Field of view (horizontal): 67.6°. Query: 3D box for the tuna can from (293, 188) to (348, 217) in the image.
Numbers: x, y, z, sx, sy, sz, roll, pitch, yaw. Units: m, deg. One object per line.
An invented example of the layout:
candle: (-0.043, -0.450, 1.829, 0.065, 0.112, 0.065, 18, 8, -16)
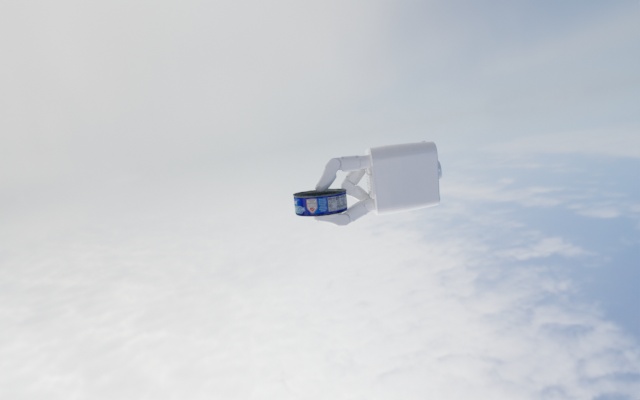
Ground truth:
tuna can: (0.000, 0.003, 0.761, 0.086, 0.034, 0.086, -5, 7, 1)
